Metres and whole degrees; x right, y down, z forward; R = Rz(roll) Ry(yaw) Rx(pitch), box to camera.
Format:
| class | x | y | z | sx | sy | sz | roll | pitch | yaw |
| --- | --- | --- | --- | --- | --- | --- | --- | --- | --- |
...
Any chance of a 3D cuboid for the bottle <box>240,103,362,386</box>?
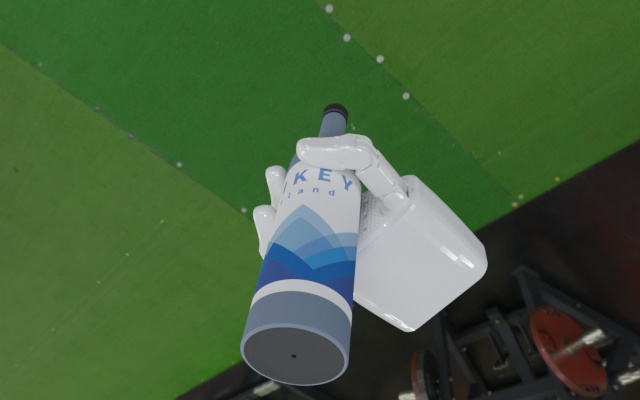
| class | x | y | z | sx | sy | sz | roll | pitch | yaw |
| --- | --- | --- | --- | --- | --- | --- | --- | --- | --- |
| bottle | 0.000 | 0.001 | 0.401 | 0.069 | 0.069 | 0.295 | 0 | 40 | 8 |
